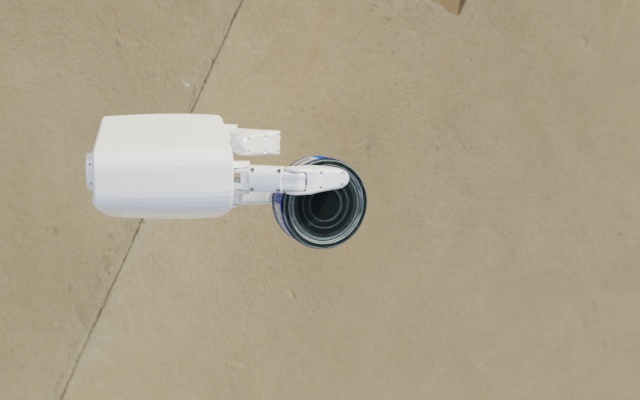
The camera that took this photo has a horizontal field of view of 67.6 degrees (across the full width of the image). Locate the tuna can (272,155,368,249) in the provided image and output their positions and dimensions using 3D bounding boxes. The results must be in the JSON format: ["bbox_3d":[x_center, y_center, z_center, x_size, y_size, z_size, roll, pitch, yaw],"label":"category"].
[{"bbox_3d":[0.000,0.002,0.447,0.086,0.086,0.033,0,8,-21],"label":"tuna can"}]
